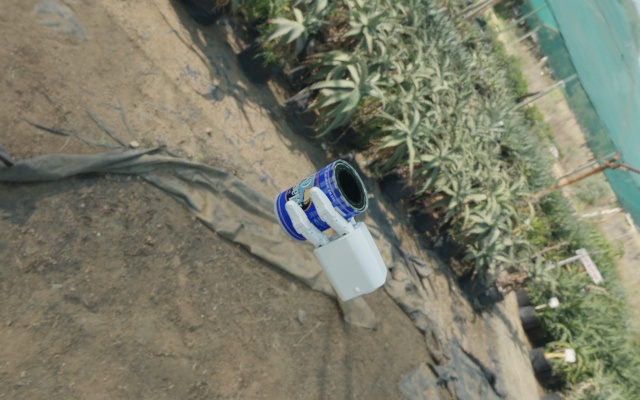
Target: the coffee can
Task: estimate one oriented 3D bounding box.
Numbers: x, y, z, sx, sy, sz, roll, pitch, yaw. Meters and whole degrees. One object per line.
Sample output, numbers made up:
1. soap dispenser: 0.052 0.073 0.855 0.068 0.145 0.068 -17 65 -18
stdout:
1. coffee can: 0.000 0.003 0.868 0.140 0.102 0.103 -28 -15 29
